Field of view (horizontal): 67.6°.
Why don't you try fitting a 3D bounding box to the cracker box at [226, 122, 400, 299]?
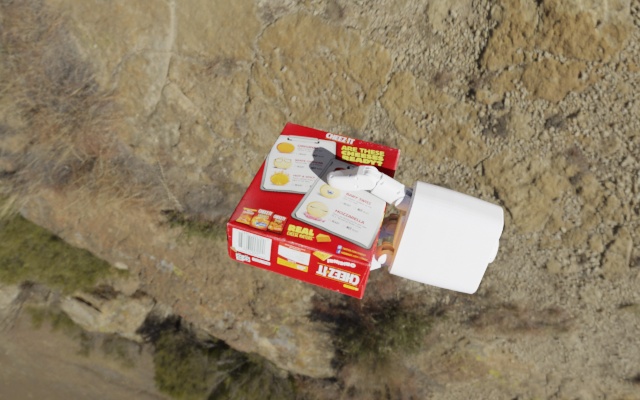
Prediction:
[{"bbox_3d":[0.000,0.002,0.599,0.164,0.072,0.213,15,43,7],"label":"cracker box"}]
